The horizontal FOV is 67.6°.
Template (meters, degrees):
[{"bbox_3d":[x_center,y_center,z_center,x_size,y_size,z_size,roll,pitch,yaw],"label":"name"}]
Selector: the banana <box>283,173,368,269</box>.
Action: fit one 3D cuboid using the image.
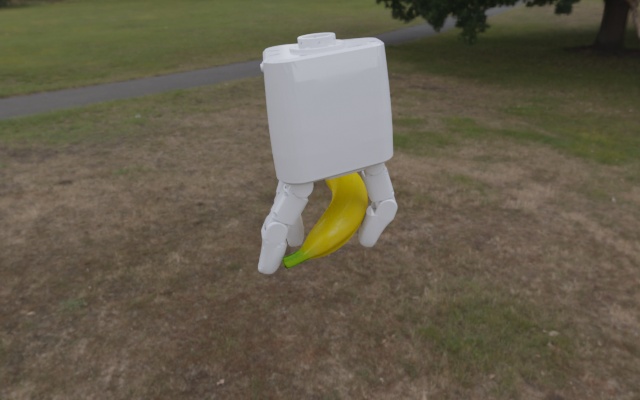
[{"bbox_3d":[0.017,0.002,0.509,0.069,0.037,0.197,-3,27,17],"label":"banana"}]
